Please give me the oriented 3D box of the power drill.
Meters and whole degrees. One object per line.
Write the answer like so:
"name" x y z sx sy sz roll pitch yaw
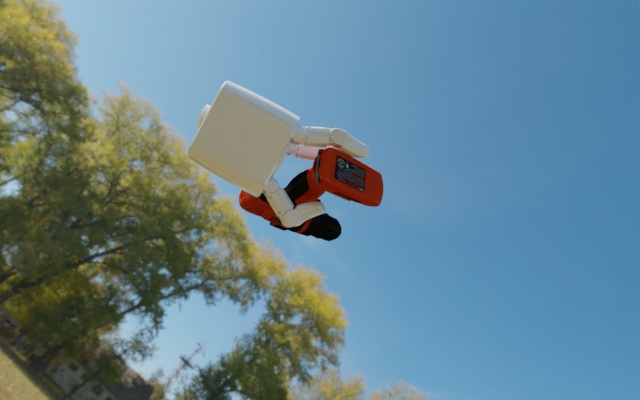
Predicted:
"power drill" 0.000 0.002 0.691 0.184 0.057 0.188 23 -32 -32
